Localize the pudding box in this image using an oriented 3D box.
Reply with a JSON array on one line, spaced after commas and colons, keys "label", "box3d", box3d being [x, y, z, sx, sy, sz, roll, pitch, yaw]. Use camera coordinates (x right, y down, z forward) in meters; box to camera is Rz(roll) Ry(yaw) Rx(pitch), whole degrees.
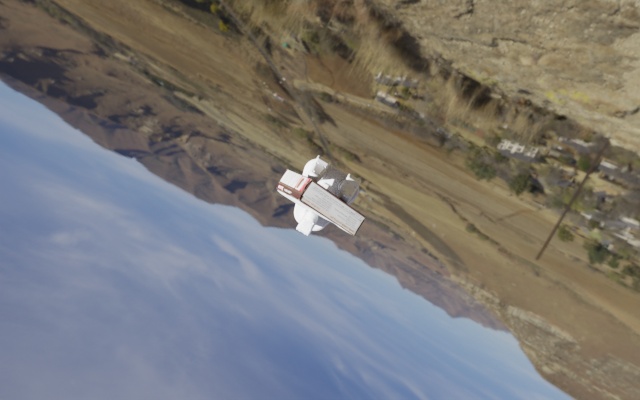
[{"label": "pudding box", "box3d": [0.000, 0.002, 0.707, 0.113, 0.039, 0.090, 32, -4, -29]}]
